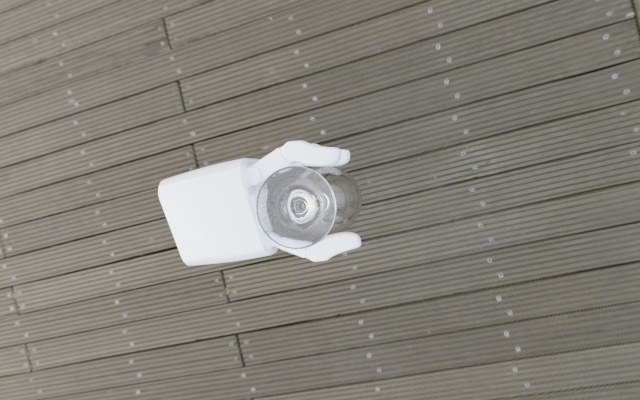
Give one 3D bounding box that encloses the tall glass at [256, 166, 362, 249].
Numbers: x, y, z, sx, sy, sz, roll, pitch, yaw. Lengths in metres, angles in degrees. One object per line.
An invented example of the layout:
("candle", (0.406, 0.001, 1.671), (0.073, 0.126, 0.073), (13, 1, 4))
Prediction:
("tall glass", (0.000, 0.002, 0.518), (0.079, 0.079, 0.201), (0, 3, 14))
